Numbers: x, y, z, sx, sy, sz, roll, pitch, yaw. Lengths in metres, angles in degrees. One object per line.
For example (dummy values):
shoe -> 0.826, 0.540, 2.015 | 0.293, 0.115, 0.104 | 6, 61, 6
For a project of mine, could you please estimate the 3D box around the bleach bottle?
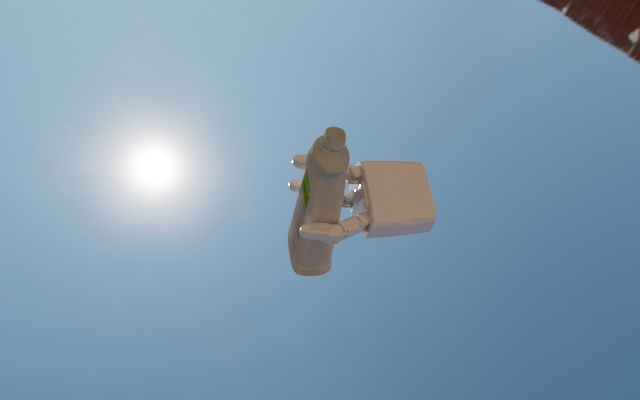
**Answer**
bleach bottle -> 0.000, 0.002, 0.704 | 0.068, 0.102, 0.251 | -2, -41, -15
